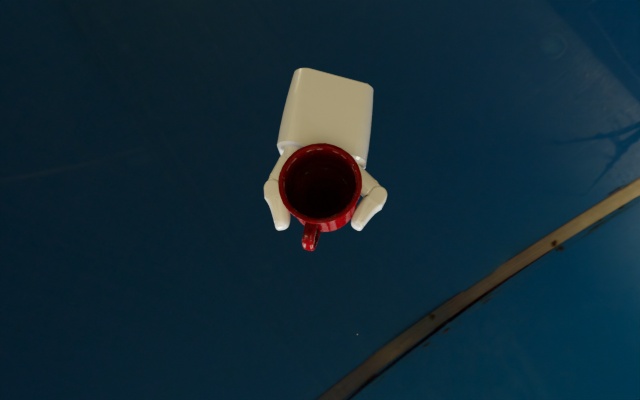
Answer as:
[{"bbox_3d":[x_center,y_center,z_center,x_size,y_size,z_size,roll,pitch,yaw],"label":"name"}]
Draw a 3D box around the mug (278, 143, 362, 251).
[{"bbox_3d":[0.000,0.003,0.560,0.093,0.117,0.081,9,-14,7],"label":"mug"}]
